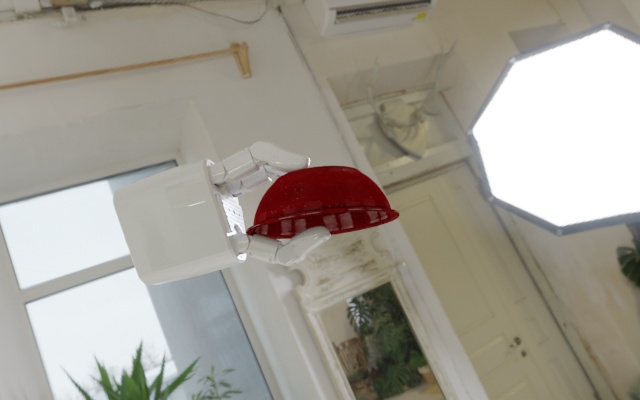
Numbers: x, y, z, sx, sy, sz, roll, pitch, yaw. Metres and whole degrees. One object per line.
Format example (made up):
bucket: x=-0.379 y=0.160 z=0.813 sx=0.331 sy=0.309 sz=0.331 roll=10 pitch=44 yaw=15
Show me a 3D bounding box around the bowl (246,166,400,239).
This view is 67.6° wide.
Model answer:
bowl: x=0.001 y=0.001 z=0.508 sx=0.162 sy=0.055 sz=0.162 roll=-6 pitch=-11 yaw=-1
